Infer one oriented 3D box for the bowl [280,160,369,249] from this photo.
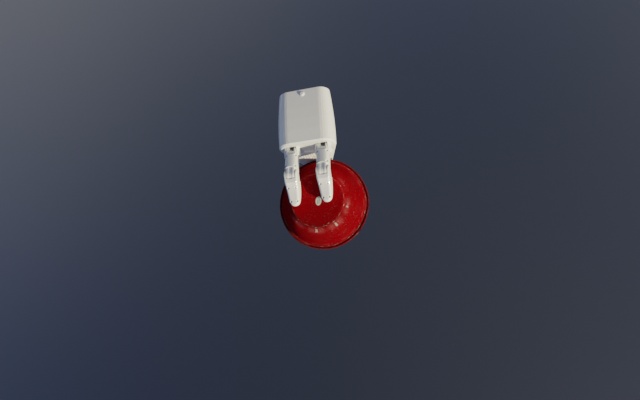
[{"bbox_3d":[0.000,0.004,0.822,0.162,0.162,0.055,0,-7,12],"label":"bowl"}]
